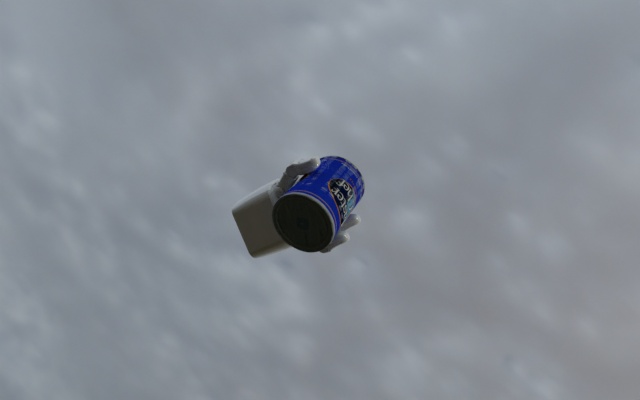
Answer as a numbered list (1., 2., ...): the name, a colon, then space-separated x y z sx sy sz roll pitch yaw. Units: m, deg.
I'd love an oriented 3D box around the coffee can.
1. coffee can: 0.000 0.002 0.767 0.103 0.103 0.140 0 28 27
